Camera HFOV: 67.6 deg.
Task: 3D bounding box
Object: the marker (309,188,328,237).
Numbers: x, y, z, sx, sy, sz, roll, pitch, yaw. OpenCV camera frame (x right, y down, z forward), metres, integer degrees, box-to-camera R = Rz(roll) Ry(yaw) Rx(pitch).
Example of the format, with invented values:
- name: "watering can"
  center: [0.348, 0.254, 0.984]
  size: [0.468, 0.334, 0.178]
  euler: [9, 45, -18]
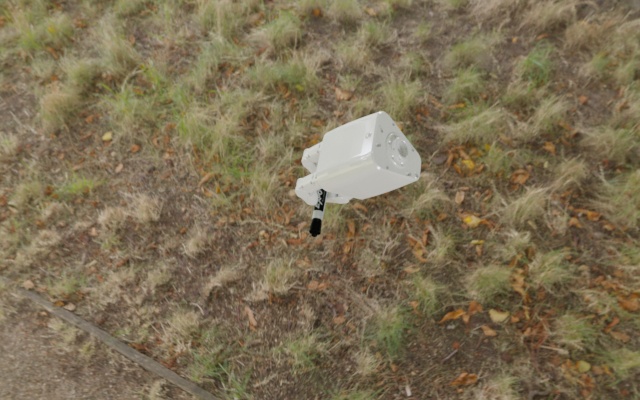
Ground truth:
- name: "marker"
  center: [0.000, 0.003, 0.777]
  size: [0.020, 0.121, 0.020]
  euler: [9, -26, 4]
